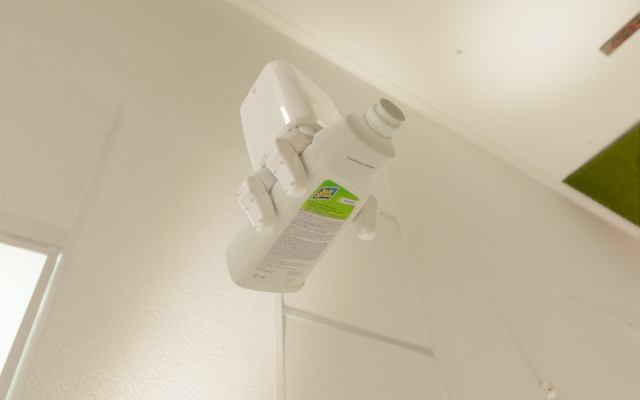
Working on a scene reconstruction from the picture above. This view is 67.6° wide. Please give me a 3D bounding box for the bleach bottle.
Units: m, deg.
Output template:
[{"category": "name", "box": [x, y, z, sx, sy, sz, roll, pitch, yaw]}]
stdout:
[{"category": "bleach bottle", "box": [0.000, 0.002, 0.486, 0.102, 0.068, 0.251, 12, -47, -37]}]
